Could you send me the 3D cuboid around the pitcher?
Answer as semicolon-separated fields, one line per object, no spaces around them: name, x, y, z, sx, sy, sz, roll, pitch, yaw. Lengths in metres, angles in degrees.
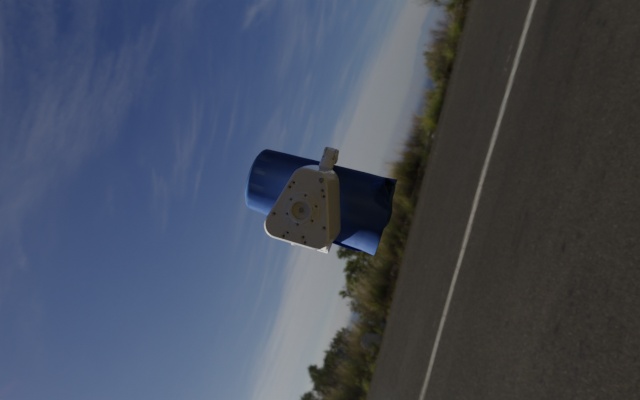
pitcher;0.000;0.003;0.820;0.243;0.149;0.145;17;6;7
